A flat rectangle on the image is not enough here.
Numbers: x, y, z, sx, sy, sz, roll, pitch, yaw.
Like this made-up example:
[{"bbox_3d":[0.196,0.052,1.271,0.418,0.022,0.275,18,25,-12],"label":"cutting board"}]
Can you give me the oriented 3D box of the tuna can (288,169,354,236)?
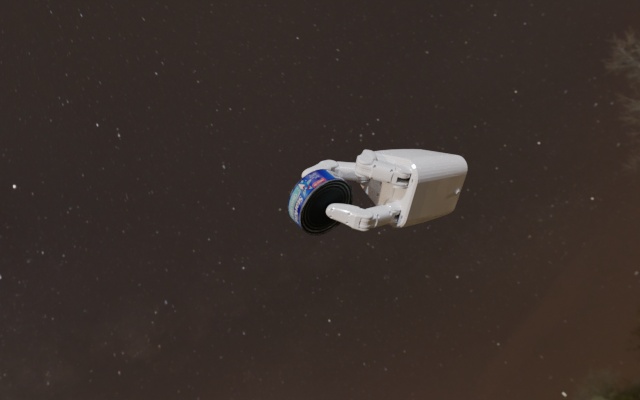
[{"bbox_3d":[0.000,0.002,0.630,0.086,0.086,0.033,0,31,-42],"label":"tuna can"}]
